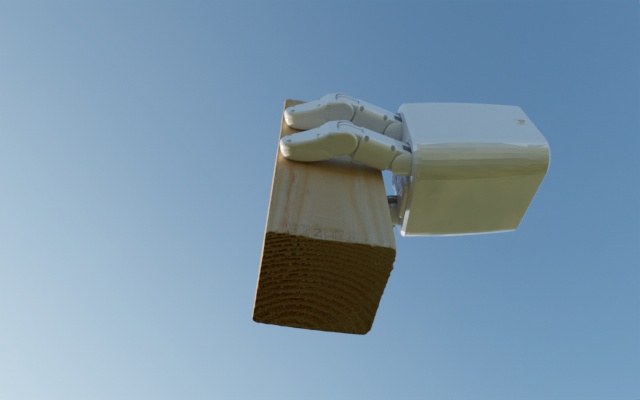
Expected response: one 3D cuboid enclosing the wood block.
[{"bbox_3d":[0.000,0.002,0.412,0.090,0.091,0.206,8,35,-5],"label":"wood block"}]
